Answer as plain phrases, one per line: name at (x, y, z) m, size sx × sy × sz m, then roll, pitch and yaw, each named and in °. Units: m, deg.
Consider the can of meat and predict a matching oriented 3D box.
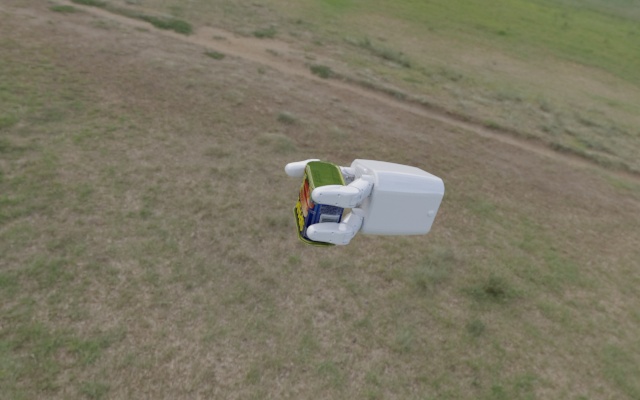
can of meat at (0.000, 0.002, 0.670) m, size 0.057 × 0.084 × 0.102 m, roll 6°, pitch 31°, yaw -14°
